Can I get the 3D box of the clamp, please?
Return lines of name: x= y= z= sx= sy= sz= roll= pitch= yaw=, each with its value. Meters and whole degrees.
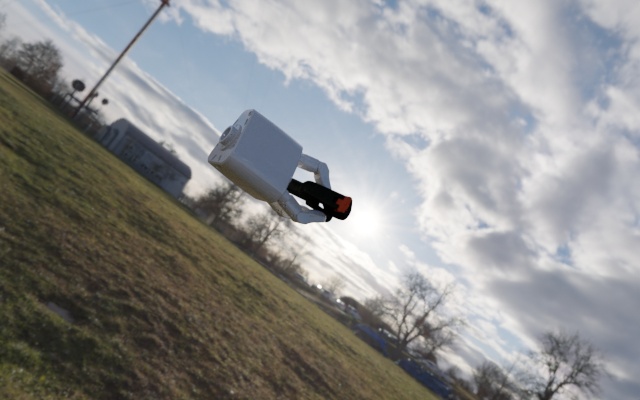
clamp: x=0.001 y=0.002 z=0.812 sx=0.165 sy=0.036 sz=0.210 roll=36 pitch=-11 yaw=-30
